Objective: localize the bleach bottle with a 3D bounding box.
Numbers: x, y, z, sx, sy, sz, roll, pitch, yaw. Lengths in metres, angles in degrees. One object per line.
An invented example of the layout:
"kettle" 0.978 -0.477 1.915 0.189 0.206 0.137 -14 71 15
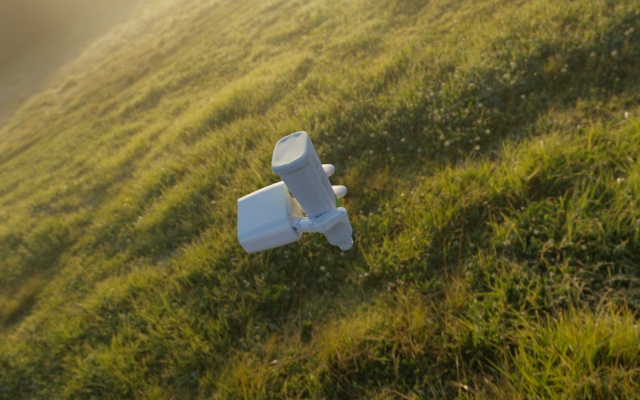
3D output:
"bleach bottle" 0.000 0.003 0.859 0.068 0.251 0.102 -19 36 15
